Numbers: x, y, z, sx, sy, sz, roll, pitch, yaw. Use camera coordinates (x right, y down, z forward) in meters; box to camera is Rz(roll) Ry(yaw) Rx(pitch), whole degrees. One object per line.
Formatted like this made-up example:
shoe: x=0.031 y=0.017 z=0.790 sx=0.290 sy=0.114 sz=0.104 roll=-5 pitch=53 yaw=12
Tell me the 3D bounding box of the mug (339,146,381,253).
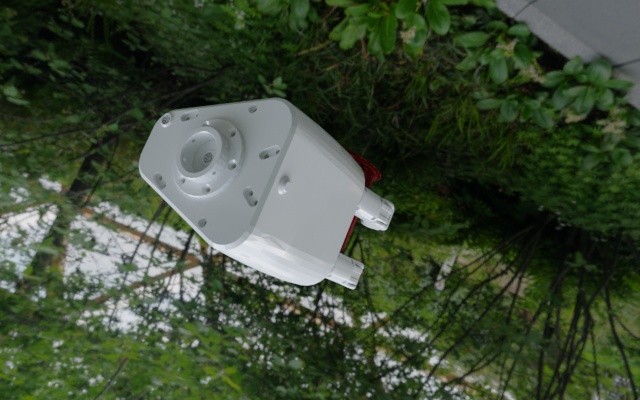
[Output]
mug: x=0.001 y=0.002 z=0.429 sx=0.093 sy=0.081 sz=0.117 roll=19 pitch=-9 yaw=30
